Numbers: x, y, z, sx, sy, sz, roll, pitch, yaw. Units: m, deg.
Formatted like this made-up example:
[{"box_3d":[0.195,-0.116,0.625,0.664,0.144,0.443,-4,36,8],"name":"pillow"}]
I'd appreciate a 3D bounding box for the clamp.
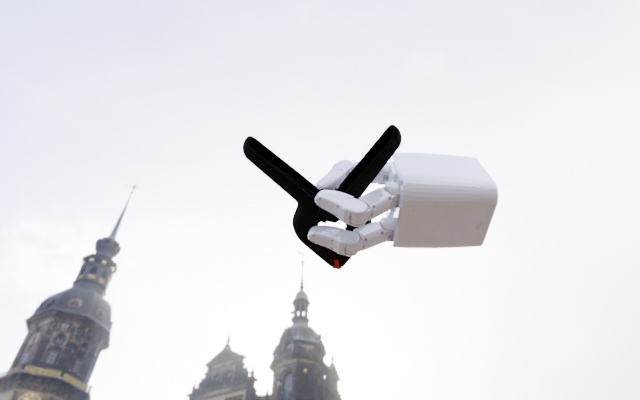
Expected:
[{"box_3d":[0.000,0.002,0.553,0.164,0.210,0.036,2,43,2],"name":"clamp"}]
